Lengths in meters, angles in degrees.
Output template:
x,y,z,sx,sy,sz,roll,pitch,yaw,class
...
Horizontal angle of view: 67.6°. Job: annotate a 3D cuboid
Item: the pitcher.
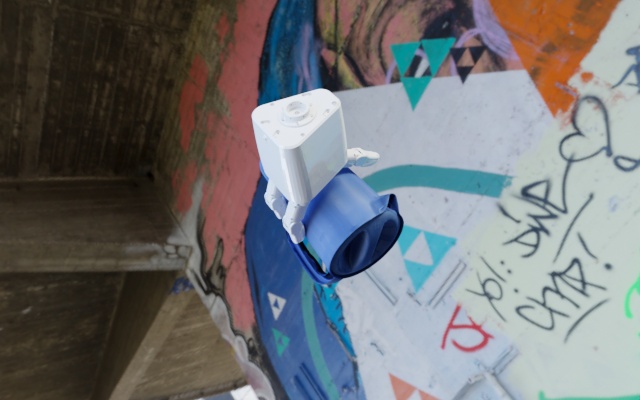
x,y,z,sx,sy,sz,roll,pitch,yaw,class
0.000,0.002,0.753,0.149,0.242,0.145,-31,-34,-14,pitcher
